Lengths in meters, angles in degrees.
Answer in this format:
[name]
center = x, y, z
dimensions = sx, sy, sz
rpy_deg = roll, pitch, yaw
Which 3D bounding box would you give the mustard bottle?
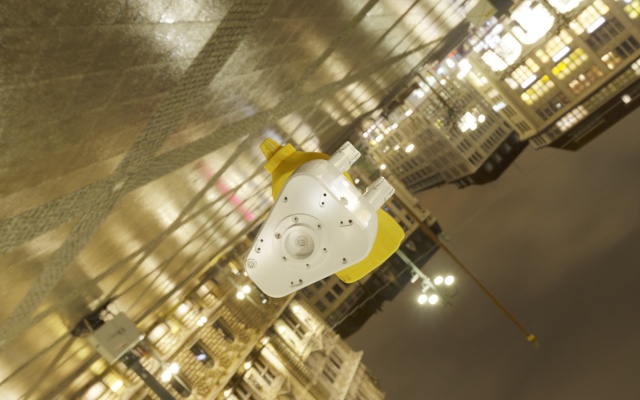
[mustard bottle]
center = 0.000, 0.002, 0.556
dimensions = 0.096, 0.191, 0.058
rpy_deg = -43, 2, 37
